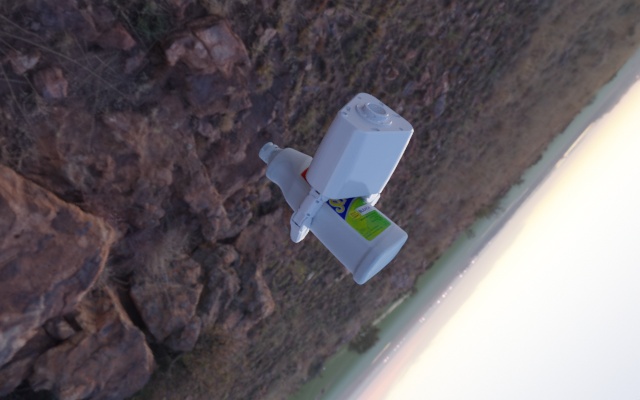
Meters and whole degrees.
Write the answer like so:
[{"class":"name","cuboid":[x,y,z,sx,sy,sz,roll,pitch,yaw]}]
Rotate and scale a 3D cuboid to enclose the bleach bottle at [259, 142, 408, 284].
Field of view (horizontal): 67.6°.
[{"class":"bleach bottle","cuboid":[0.000,0.002,0.689,0.250,0.068,0.102,41,39,19]}]
